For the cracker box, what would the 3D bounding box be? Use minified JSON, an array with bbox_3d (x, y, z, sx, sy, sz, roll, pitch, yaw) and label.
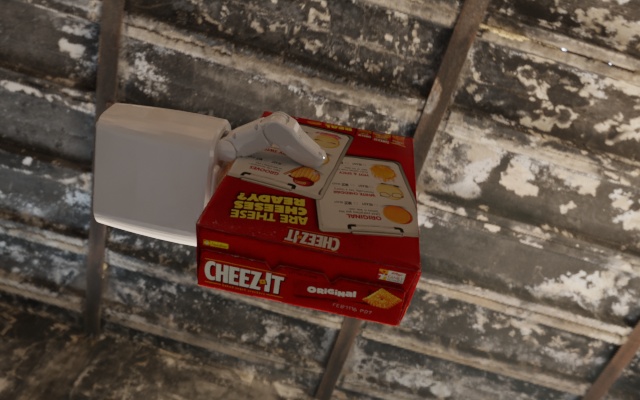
[{"bbox_3d":[0.000,0.001,0.437,0.164,0.072,0.213,11,34,2],"label":"cracker box"}]
